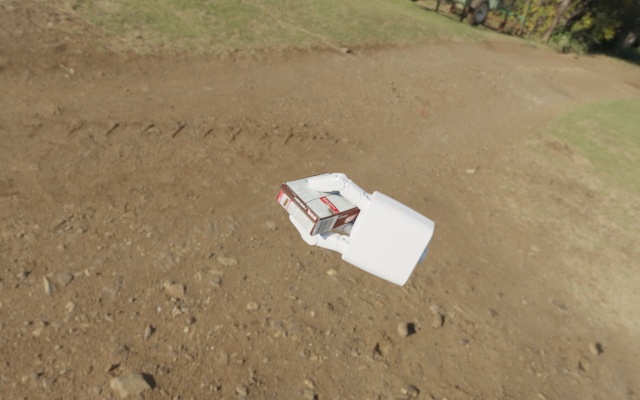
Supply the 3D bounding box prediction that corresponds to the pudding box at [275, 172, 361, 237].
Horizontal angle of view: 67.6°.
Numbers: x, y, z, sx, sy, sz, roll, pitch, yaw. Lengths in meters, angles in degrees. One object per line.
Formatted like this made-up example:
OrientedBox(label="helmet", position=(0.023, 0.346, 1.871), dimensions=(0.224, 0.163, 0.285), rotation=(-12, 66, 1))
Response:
OrientedBox(label="pudding box", position=(0.000, 0.002, 0.755), dimensions=(0.090, 0.039, 0.113), rotation=(44, 35, 25))
